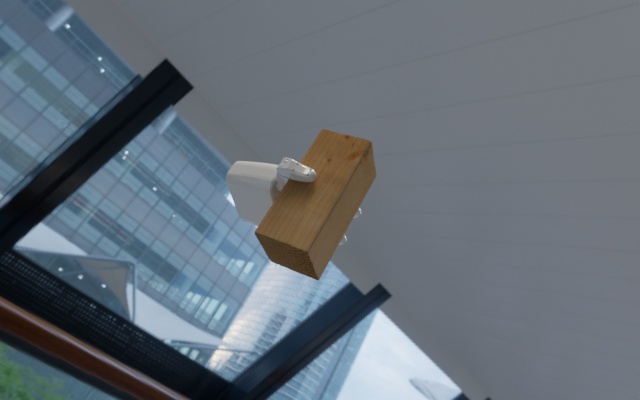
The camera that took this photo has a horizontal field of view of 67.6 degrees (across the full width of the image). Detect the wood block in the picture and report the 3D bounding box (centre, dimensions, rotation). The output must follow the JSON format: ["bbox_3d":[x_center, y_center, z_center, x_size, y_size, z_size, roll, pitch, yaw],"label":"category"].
[{"bbox_3d":[0.000,0.002,0.726,0.090,0.206,0.091,18,-29,24],"label":"wood block"}]
